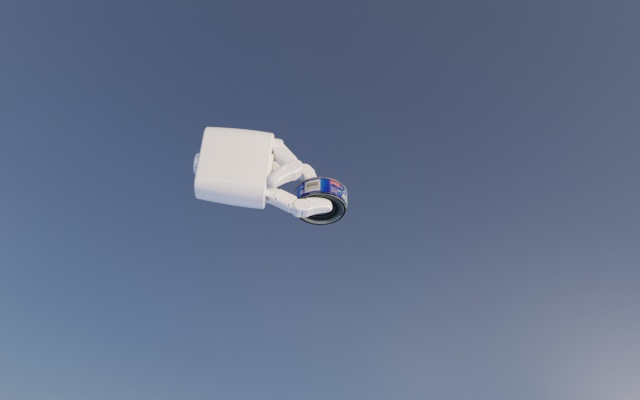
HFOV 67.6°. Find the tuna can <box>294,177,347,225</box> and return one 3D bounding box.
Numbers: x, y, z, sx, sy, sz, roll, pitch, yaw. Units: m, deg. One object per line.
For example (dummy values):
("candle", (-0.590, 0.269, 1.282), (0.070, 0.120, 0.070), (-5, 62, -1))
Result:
("tuna can", (0.000, 0.003, 0.757), (0.086, 0.033, 0.086), (0, -38, 0))
